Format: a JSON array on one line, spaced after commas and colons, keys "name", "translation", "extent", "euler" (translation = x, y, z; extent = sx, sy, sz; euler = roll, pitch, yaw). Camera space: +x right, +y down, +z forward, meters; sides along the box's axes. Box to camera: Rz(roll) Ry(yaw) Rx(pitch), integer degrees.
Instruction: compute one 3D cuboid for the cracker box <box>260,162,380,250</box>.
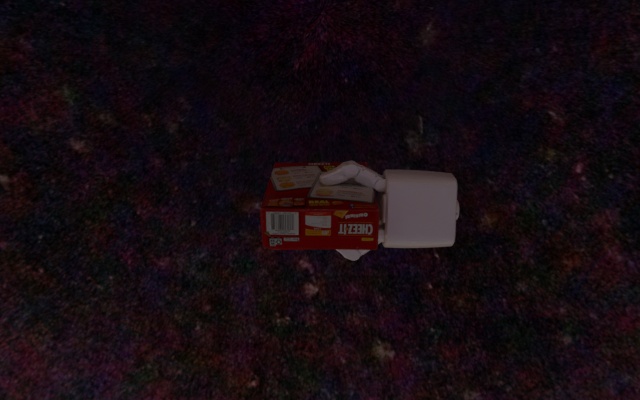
[{"name": "cracker box", "translation": [0.000, 0.002, 0.750], "extent": [0.164, 0.072, 0.213], "euler": [0, 21, 0]}]
